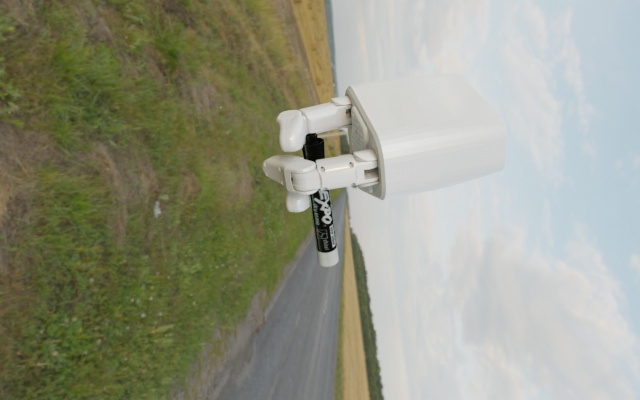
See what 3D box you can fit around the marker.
[{"bbox_3d":[0.000,0.001,0.403,0.020,0.121,0.020,-6,27,3],"label":"marker"}]
